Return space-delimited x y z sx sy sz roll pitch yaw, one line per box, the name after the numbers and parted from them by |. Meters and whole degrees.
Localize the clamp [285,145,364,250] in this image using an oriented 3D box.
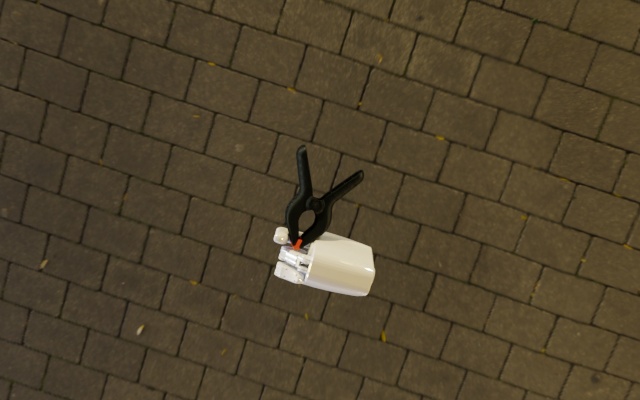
0.000 0.003 0.797 0.120 0.171 0.039 14 9 -6 | clamp
